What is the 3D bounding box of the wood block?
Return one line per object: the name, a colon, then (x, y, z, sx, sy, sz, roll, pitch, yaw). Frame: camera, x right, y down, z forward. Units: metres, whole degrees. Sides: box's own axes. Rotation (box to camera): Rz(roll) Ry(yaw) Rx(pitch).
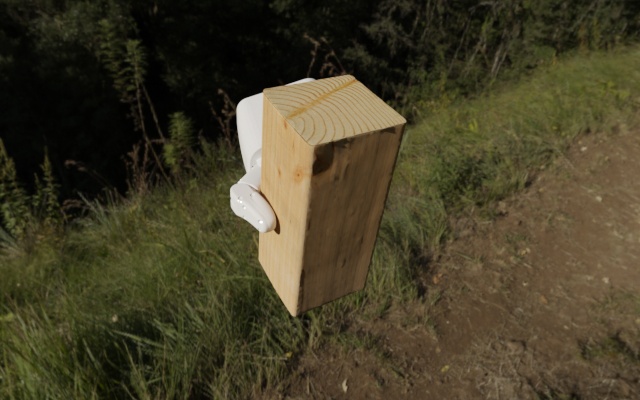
wood block: (0.000, 0.001, 0.451, 0.091, 0.206, 0.090, -16, 46, -25)
